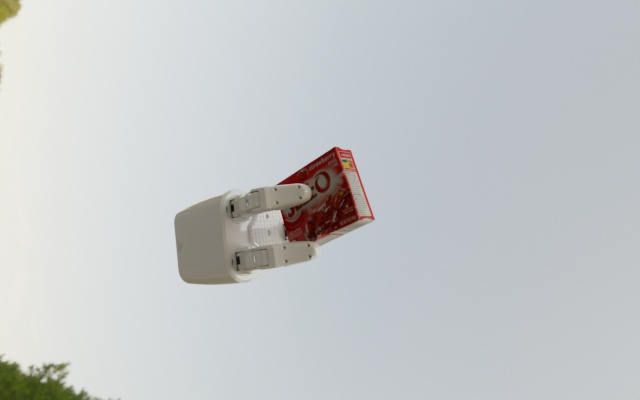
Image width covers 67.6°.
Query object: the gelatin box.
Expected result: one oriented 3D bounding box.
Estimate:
[{"bbox_3d":[0.001,0.001,0.458,0.089,0.073,0.030,-29,-20,35],"label":"gelatin box"}]
